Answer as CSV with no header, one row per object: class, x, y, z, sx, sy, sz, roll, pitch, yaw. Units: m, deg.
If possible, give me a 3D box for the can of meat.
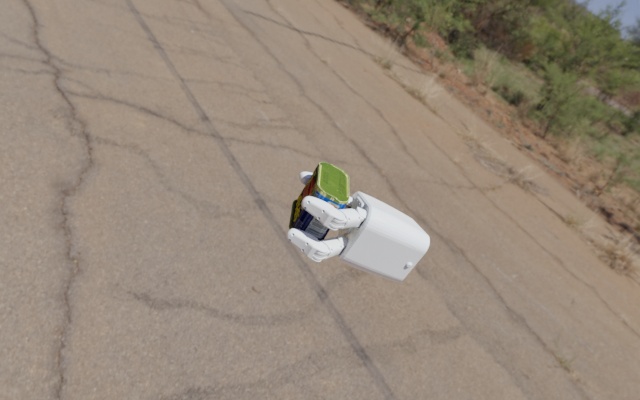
can of meat,0.000,0.002,0.696,0.057,0.084,0.102,26,29,-12
